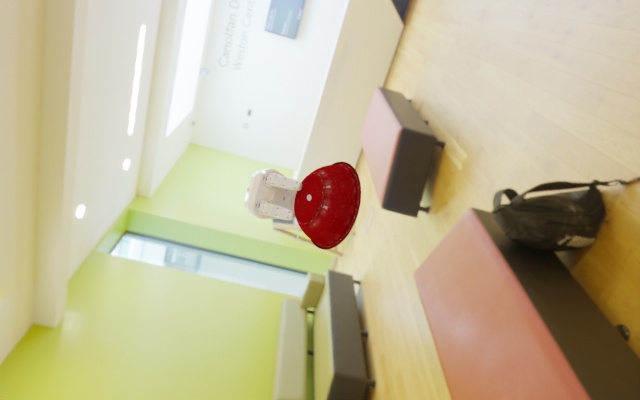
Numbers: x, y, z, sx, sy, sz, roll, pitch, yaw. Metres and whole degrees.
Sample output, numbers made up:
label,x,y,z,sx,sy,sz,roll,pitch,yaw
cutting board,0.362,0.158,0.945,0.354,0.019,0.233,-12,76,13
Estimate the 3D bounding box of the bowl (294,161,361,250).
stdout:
label,x,y,z,sx,sy,sz,roll,pitch,yaw
bowl,0.001,0.002,0.840,0.055,0.162,0.162,16,-9,-33
